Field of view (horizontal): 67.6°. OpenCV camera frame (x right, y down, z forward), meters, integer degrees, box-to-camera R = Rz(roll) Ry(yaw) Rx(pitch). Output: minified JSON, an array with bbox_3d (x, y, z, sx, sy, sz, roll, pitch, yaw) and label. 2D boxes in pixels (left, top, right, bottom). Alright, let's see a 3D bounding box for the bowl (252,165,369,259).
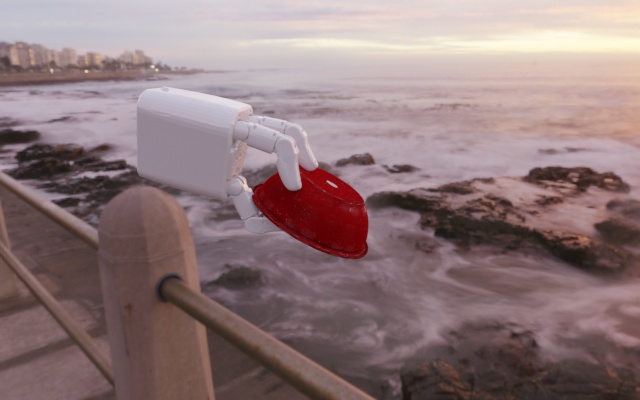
[{"bbox_3d":[0.001,0.002,0.582,0.162,0.055,0.162,27,16,-9],"label":"bowl"}]
